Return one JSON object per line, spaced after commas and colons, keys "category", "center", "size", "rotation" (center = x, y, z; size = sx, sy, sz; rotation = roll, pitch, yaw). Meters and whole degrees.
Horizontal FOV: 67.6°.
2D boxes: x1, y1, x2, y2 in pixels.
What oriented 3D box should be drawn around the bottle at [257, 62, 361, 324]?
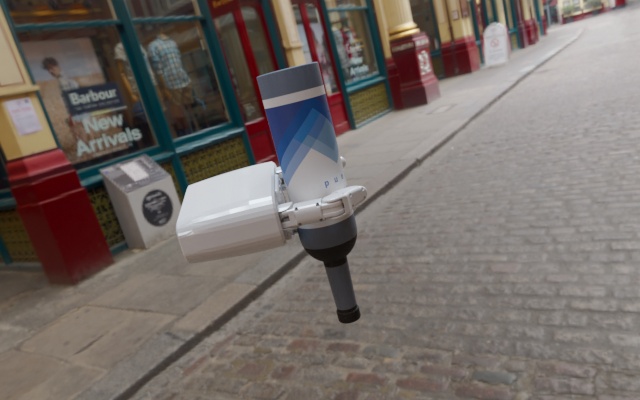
{"category": "bottle", "center": [0.000, 0.001, 0.534], "size": [0.069, 0.296, 0.069], "rotation": [-13, 14, 3]}
